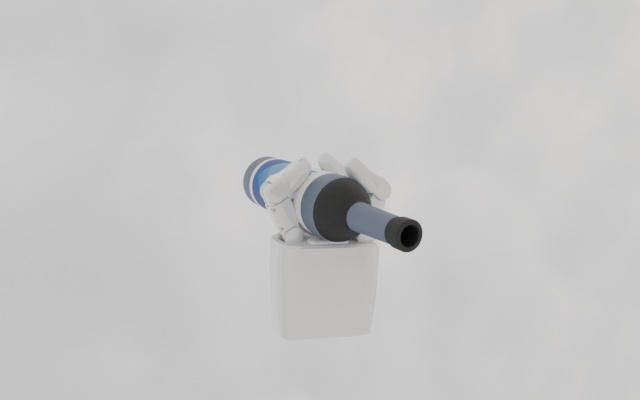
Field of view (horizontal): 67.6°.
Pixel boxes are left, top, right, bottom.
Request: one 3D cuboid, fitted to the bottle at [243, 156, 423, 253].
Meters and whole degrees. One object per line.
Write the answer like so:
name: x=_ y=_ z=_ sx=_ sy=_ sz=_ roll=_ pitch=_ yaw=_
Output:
bottle: x=0.000 y=0.002 z=0.506 sx=0.069 sy=0.069 sz=0.295 roll=0 pitch=11 yaw=-30
